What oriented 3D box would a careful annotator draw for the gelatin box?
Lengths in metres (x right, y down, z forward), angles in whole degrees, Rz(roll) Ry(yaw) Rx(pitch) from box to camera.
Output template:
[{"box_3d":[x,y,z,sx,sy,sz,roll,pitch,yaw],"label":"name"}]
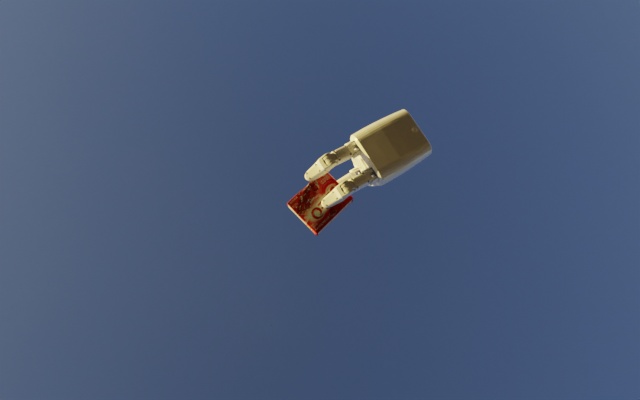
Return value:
[{"box_3d":[0.000,0.003,0.807,0.089,0.073,0.030,-44,-8,-6],"label":"gelatin box"}]
